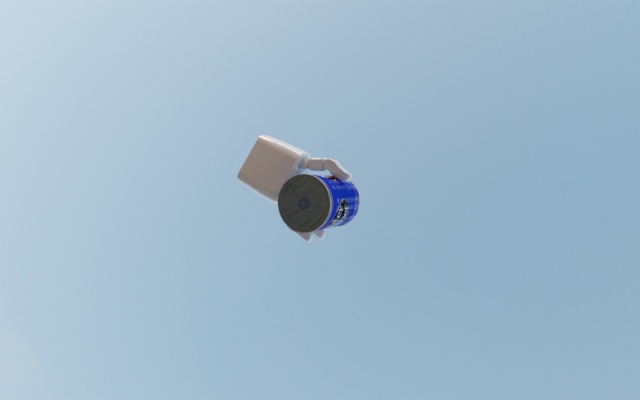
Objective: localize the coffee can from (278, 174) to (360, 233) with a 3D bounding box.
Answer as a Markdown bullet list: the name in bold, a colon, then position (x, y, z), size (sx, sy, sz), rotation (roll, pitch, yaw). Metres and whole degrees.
- **coffee can**: position (0.000, 0.003, 0.884), size (0.103, 0.103, 0.140), rotation (0, 2, 26)
